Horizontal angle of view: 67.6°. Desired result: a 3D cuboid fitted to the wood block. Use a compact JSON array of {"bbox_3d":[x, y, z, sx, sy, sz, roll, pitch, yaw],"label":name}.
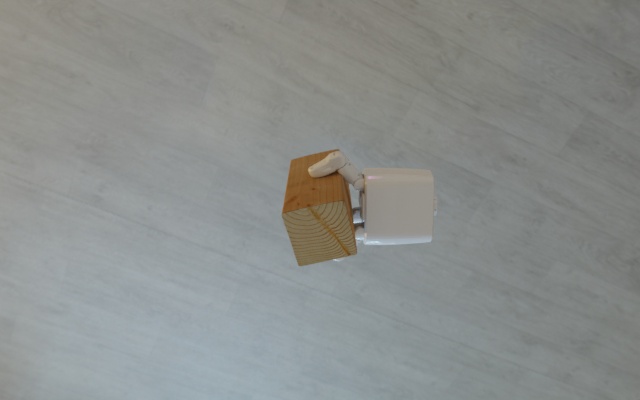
[{"bbox_3d":[0.000,0.002,0.751,0.090,0.091,0.206,-12,25,6],"label":"wood block"}]
